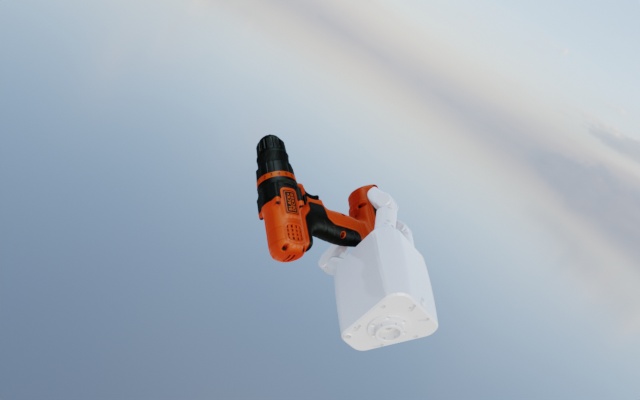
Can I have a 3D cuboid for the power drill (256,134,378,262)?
[{"bbox_3d":[0.001,0.002,0.652,0.188,0.184,0.057,9,-34,-33],"label":"power drill"}]
